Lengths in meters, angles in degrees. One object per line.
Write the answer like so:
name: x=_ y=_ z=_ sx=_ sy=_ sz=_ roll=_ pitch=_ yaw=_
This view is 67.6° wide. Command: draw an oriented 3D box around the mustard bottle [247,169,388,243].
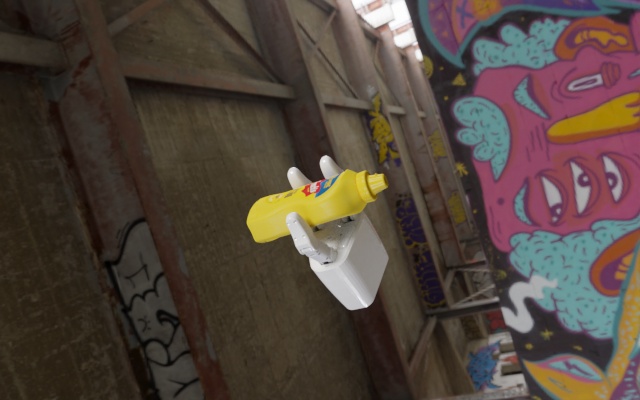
mustard bottle: x=0.000 y=0.002 z=0.648 sx=0.191 sy=0.058 sz=0.096 roll=-18 pitch=13 yaw=23
